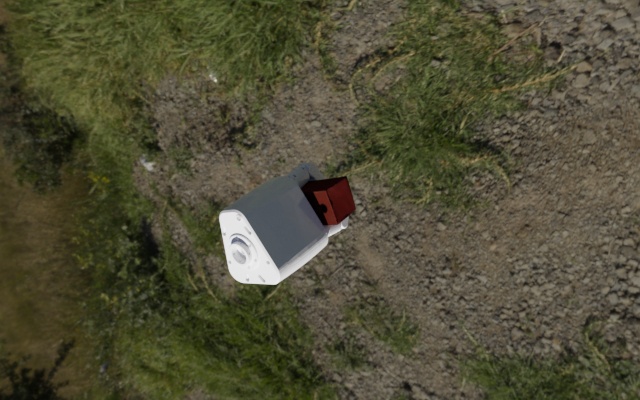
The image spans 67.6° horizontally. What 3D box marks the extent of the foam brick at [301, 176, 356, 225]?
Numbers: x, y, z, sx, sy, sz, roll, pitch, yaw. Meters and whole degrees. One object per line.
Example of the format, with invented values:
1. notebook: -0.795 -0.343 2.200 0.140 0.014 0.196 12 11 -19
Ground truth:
1. foam brick: 0.000 0.002 0.667 0.078 0.053 0.051 -6 20 39
